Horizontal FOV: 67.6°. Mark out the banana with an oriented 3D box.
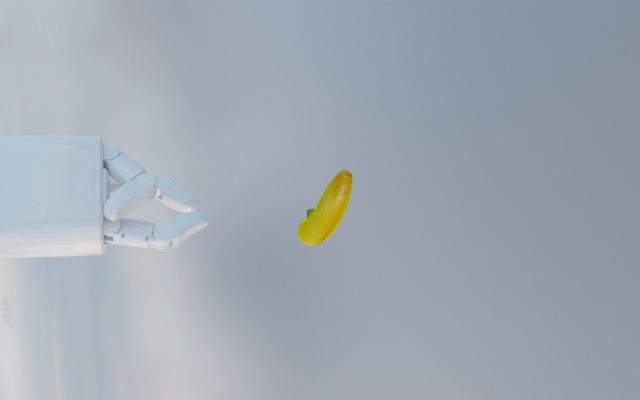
[{"bbox_3d":[-0.001,0.021,0.630,0.037,0.069,0.198,4,-16,-15],"label":"banana"}]
